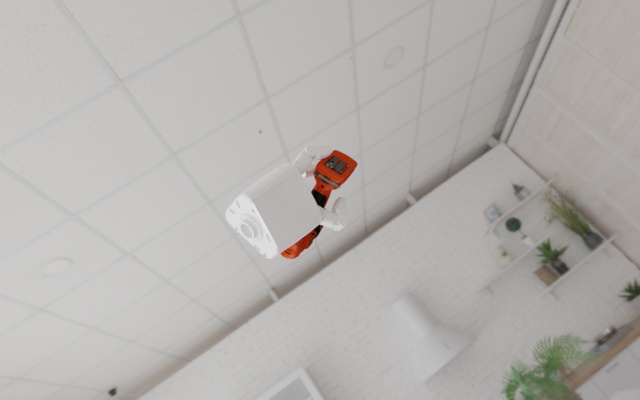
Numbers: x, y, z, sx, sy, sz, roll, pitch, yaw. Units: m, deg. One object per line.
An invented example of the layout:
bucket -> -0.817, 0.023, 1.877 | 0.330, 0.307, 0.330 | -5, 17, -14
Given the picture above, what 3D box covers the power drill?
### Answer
power drill -> 0.000, 0.003, 0.878 | 0.057, 0.188, 0.184 | 29, 29, 6
